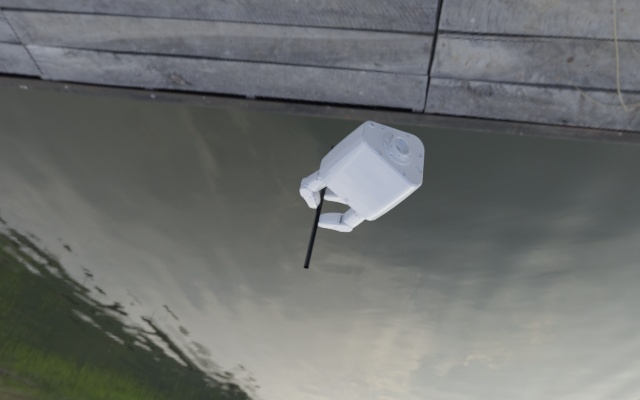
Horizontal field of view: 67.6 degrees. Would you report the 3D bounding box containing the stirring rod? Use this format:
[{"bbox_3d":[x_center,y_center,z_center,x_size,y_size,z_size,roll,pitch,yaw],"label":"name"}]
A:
[{"bbox_3d":[0.000,0.002,0.769,0.011,0.239,0.011,8,-36,6],"label":"stirring rod"}]
